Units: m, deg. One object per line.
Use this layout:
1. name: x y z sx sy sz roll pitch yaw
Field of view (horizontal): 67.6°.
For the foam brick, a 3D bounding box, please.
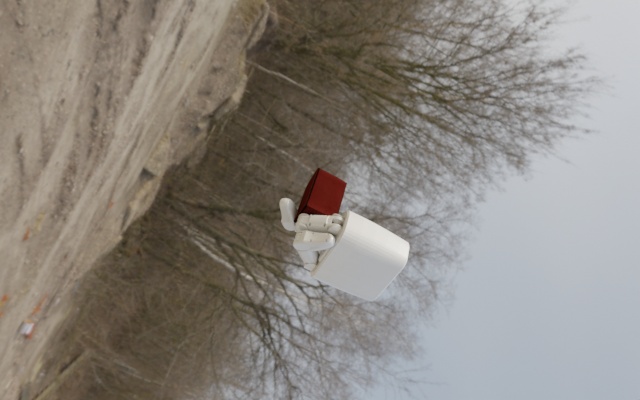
1. foam brick: 0.000 0.002 0.723 0.051 0.078 0.053 25 -38 -9
